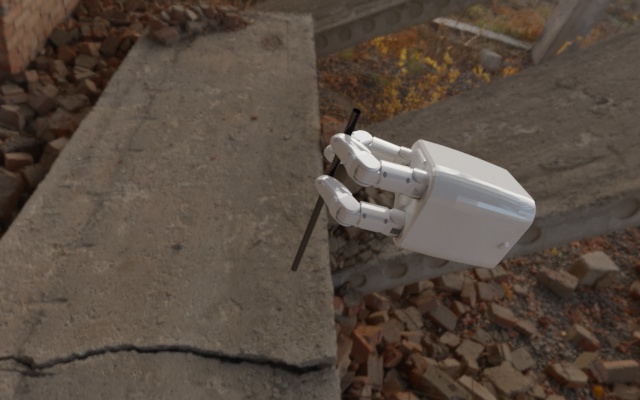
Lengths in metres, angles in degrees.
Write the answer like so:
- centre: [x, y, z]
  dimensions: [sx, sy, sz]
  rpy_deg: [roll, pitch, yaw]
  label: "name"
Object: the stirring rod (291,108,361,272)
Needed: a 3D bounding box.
- centre: [0.000, 0.002, 0.518]
  dimensions: [0.011, 0.011, 0.240]
  rpy_deg: [0, -44, -23]
  label: "stirring rod"
